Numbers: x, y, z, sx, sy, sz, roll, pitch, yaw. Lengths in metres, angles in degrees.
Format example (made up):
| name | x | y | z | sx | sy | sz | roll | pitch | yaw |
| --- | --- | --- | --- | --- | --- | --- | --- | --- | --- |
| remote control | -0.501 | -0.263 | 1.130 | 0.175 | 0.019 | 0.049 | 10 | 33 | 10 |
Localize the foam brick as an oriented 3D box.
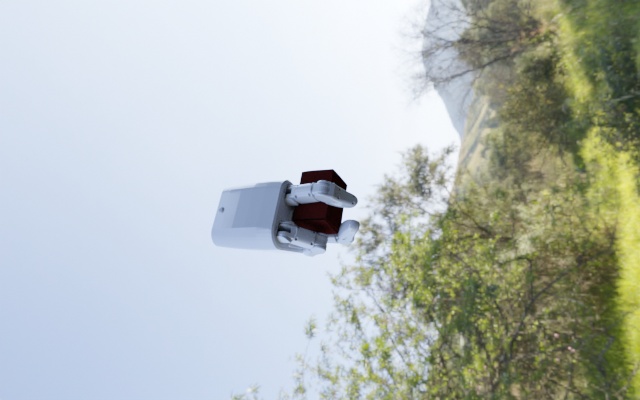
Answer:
| name | x | y | z | sx | sy | sz | roll | pitch | yaw |
| --- | --- | --- | --- | --- | --- | --- | --- | --- | --- |
| foam brick | 0.000 | 0.002 | 0.665 | 0.051 | 0.078 | 0.053 | -3 | -28 | 27 |
